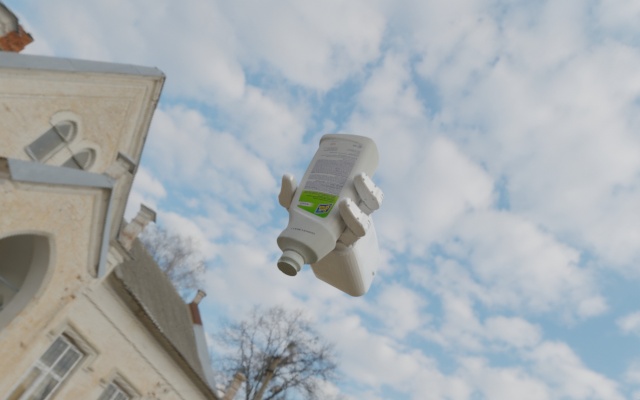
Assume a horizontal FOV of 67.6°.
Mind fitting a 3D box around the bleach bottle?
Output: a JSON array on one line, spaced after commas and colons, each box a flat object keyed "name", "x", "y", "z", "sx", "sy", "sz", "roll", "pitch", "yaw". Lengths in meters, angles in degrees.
[{"name": "bleach bottle", "x": 0.000, "y": 0.002, "z": 0.685, "sx": 0.102, "sy": 0.068, "sz": 0.250, "roll": 7, "pitch": 45, "yaw": 27}]
